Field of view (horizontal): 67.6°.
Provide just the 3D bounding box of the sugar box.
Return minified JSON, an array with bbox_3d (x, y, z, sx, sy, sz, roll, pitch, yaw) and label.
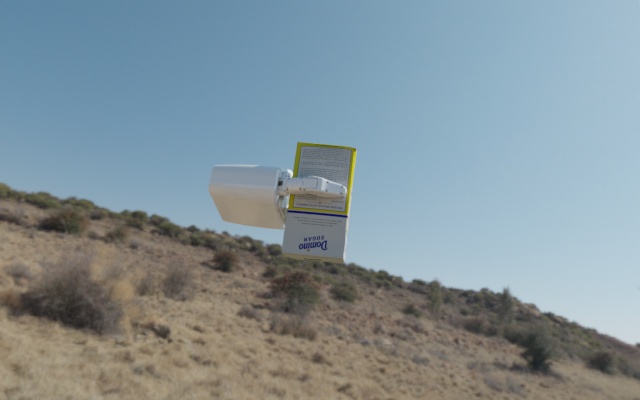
[{"bbox_3d":[0.000,0.002,0.722,0.093,0.176,0.048,6,-15,7],"label":"sugar box"}]
